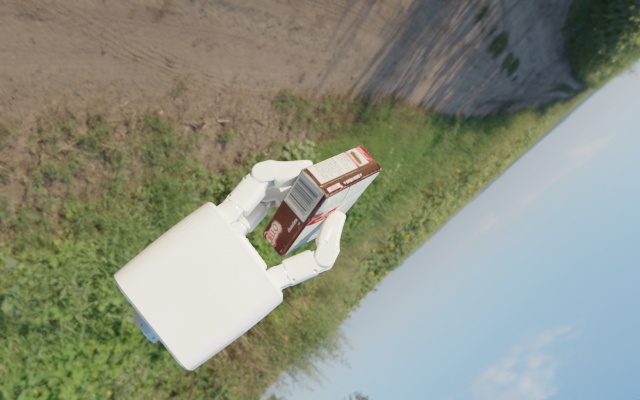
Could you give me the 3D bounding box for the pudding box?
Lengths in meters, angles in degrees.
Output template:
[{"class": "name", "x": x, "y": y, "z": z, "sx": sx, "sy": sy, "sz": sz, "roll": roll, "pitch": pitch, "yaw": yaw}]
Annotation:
[{"class": "pudding box", "x": 0.000, "y": 0.002, "z": 0.491, "sx": 0.090, "sy": 0.039, "sz": 0.113, "roll": -28, "pitch": -17, "yaw": -43}]
